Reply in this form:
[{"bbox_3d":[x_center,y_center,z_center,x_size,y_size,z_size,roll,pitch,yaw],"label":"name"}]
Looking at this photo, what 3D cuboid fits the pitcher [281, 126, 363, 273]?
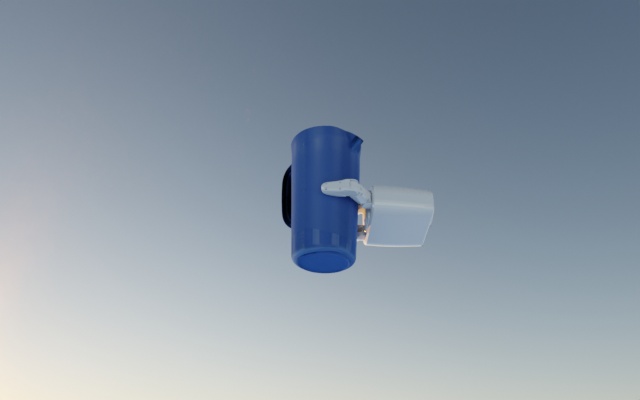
[{"bbox_3d":[0.000,0.003,0.852,0.145,0.242,0.149,4,-30,-3],"label":"pitcher"}]
